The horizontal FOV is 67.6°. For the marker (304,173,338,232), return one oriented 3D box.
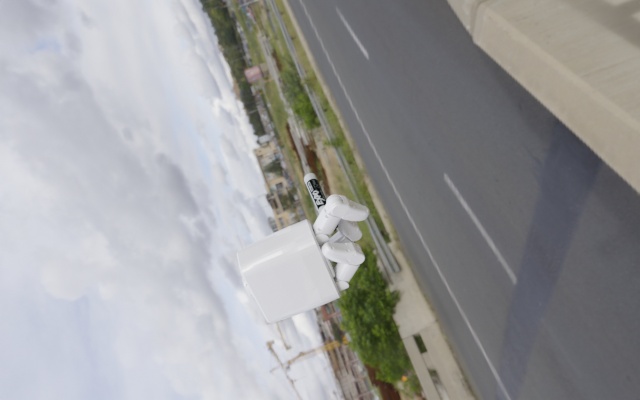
[{"bbox_3d":[0.000,0.002,0.674,0.020,0.020,0.121,0,37,-20],"label":"marker"}]
